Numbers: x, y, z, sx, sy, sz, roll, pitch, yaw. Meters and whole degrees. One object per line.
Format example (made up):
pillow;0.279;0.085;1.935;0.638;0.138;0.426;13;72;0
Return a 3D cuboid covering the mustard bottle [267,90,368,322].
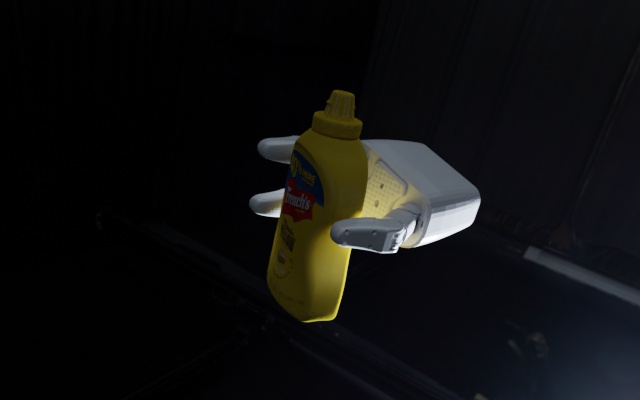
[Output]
mustard bottle;0.000;0.002;0.415;0.058;0.192;0.096;3;22;-25
